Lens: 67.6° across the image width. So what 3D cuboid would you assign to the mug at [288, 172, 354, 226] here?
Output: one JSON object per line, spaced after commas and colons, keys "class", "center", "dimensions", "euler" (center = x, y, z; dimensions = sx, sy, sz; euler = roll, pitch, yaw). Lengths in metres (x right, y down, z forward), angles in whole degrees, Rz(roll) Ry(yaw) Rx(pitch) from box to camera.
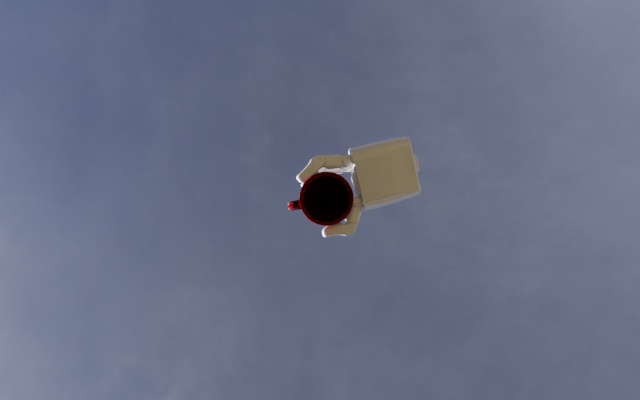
{"class": "mug", "center": [-0.001, 0.003, 0.852], "dimensions": [0.117, 0.093, 0.081], "euler": [-12, -6, 2]}
